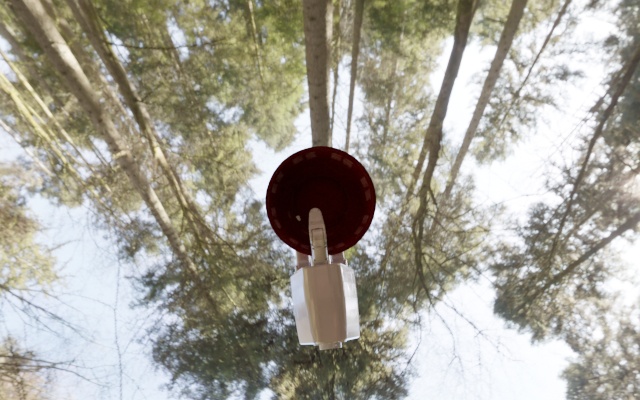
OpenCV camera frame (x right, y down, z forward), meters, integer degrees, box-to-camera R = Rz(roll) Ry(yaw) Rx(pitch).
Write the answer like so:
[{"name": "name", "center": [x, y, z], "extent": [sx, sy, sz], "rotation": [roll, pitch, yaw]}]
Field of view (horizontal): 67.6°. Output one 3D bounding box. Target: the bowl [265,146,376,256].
[{"name": "bowl", "center": [0.000, 0.001, 0.718], "extent": [0.162, 0.162, 0.055], "rotation": [0, -4, -1]}]
